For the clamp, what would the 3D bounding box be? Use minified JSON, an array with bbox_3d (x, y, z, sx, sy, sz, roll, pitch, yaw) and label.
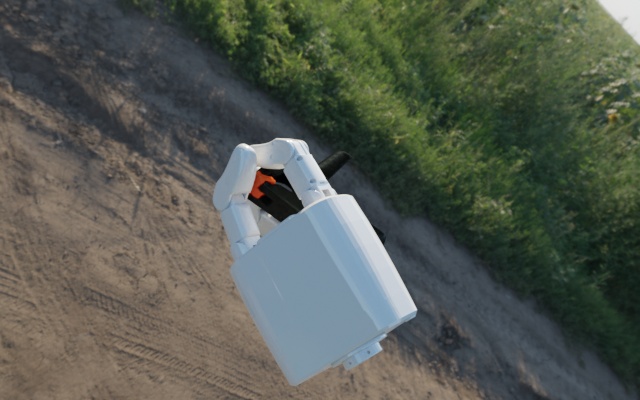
[{"bbox_3d":[0.000,0.001,0.470,0.171,0.120,0.039,-7,-31,-51],"label":"clamp"}]
